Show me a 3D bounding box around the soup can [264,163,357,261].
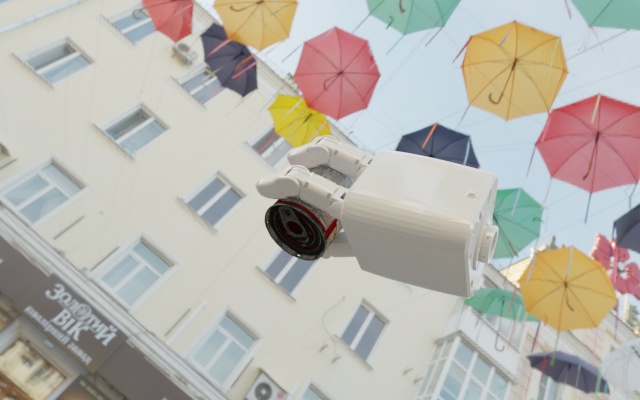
[{"bbox_3d":[0.000,0.001,0.482,0.068,0.068,0.102,0,36,38],"label":"soup can"}]
